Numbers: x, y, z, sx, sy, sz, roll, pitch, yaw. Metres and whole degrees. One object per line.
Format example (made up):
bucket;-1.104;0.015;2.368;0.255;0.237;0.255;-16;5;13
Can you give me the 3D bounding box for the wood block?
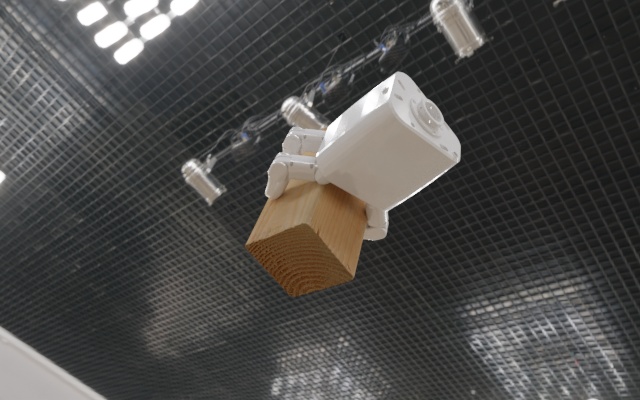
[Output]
wood block;0.001;0.002;0.580;0.090;0.091;0.206;-22;29;31
